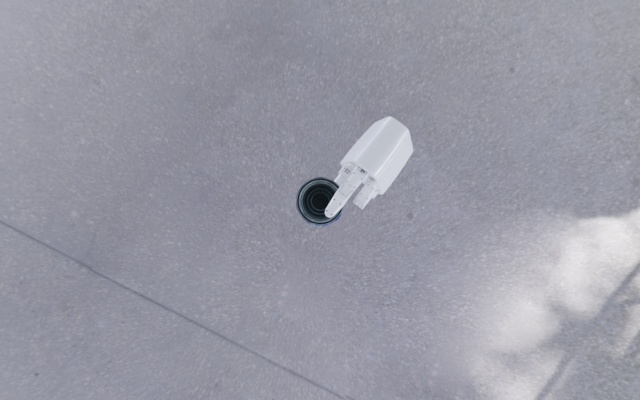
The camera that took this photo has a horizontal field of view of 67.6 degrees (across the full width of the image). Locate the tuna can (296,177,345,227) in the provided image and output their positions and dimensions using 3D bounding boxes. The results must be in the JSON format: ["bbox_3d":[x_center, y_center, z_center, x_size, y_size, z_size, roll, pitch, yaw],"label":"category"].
[{"bbox_3d":[0.000,0.003,0.832,0.086,0.086,0.034,0,-5,2],"label":"tuna can"}]
